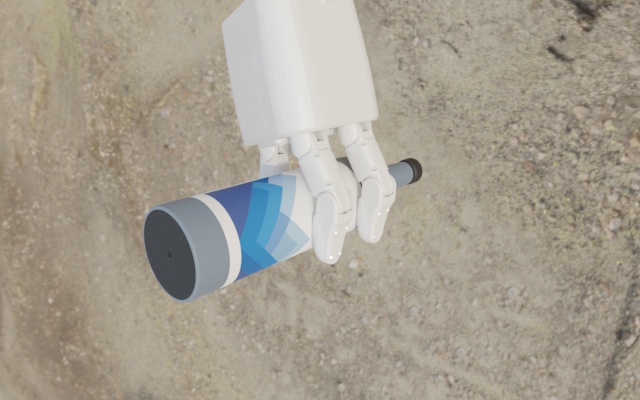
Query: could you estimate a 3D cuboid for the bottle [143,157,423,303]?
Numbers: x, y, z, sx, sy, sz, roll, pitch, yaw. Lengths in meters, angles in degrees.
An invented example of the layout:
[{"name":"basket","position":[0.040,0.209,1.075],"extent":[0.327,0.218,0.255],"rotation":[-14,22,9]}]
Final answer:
[{"name":"bottle","position":[0.000,0.002,0.414],"extent":[0.069,0.069,0.295],"rotation":[0,13,44]}]
